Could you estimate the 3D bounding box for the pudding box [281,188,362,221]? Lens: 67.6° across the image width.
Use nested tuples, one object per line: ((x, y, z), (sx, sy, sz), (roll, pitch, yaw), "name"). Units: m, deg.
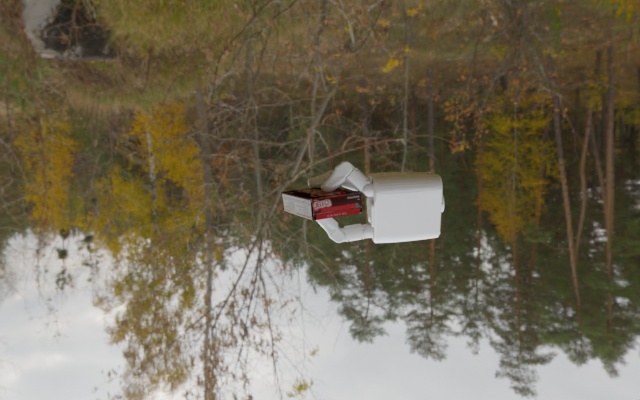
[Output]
((0.000, 0.003, 0.761), (0.090, 0.039, 0.113), (-7, 7, -28), "pudding box")
